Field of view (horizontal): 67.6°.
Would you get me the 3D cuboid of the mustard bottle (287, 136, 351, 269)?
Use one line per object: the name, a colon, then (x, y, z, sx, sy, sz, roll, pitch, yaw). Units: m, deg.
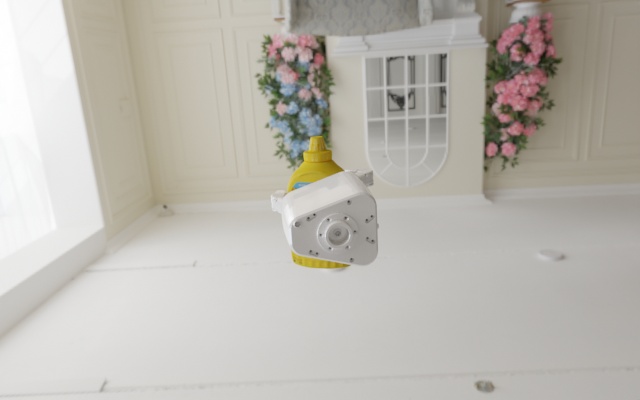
mustard bottle: (0.000, 0.002, 0.701, 0.096, 0.192, 0.058, 1, 16, 17)
